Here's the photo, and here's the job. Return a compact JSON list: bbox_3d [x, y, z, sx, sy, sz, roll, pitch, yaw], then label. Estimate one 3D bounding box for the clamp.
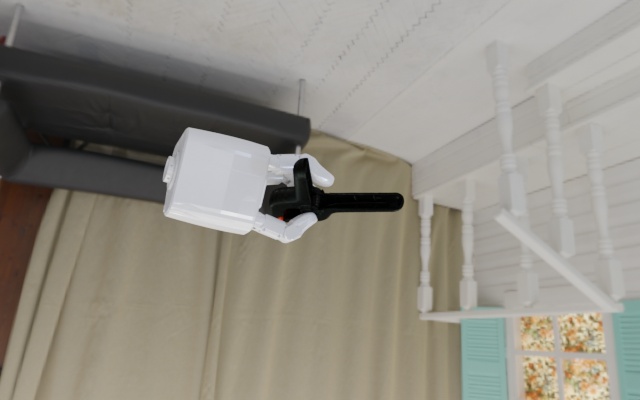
[{"bbox_3d":[0.000,0.003,0.662,0.164,0.036,0.210,17,-21,-24],"label":"clamp"}]
